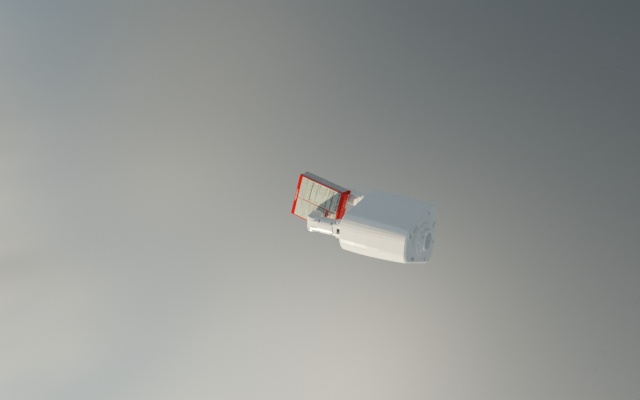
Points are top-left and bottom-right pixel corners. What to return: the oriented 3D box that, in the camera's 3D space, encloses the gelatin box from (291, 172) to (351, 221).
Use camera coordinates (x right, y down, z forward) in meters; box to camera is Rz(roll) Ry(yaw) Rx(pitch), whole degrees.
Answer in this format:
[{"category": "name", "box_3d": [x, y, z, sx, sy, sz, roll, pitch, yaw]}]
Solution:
[{"category": "gelatin box", "box_3d": [0.000, 0.003, 0.791, 0.089, 0.073, 0.030, 24, 24, 24]}]
